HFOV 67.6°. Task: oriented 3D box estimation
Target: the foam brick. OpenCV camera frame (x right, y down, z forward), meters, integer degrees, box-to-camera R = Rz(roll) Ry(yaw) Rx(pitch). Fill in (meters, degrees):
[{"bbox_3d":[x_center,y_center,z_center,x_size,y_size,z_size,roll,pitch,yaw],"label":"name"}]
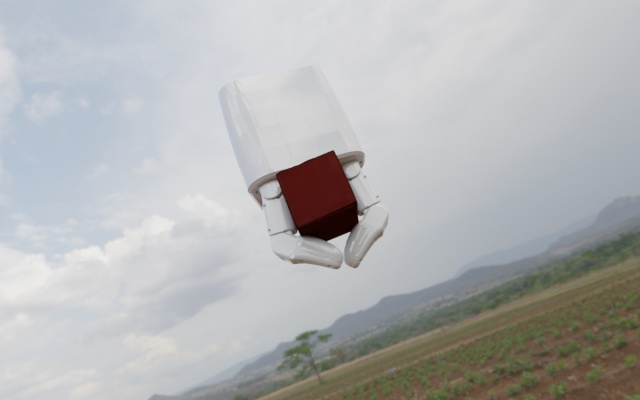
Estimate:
[{"bbox_3d":[0.000,0.001,0.409,0.053,0.051,0.078,-22,-18,-1],"label":"foam brick"}]
